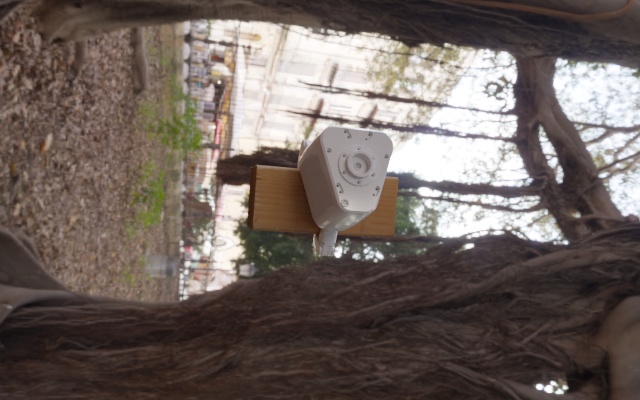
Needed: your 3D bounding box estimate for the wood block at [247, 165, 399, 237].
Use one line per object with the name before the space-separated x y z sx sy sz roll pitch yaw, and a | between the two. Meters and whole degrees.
wood block | 0.000 0.003 0.709 0.206 0.091 0.090 5 0 -14
